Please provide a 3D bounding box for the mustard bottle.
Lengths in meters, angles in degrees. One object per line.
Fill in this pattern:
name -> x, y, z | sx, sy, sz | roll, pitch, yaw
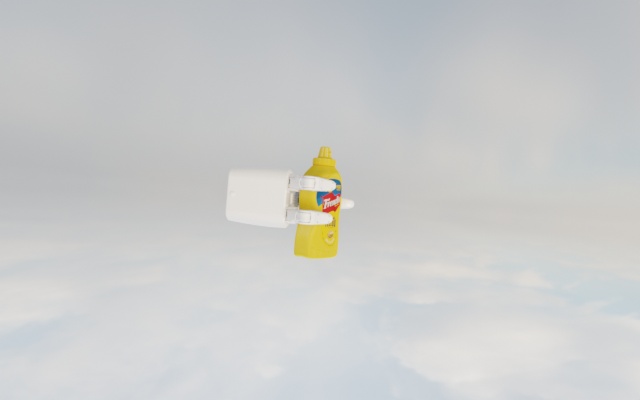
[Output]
mustard bottle -> 0.000, 0.003, 0.829 | 0.058, 0.191, 0.096 | 5, 0, 36
